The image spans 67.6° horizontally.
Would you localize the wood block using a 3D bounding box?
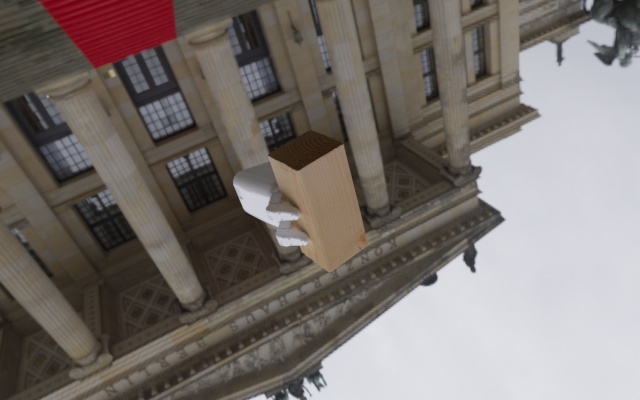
[{"bbox_3d":[0.000,0.002,0.788,0.091,0.206,0.090,-34,38,-23],"label":"wood block"}]
